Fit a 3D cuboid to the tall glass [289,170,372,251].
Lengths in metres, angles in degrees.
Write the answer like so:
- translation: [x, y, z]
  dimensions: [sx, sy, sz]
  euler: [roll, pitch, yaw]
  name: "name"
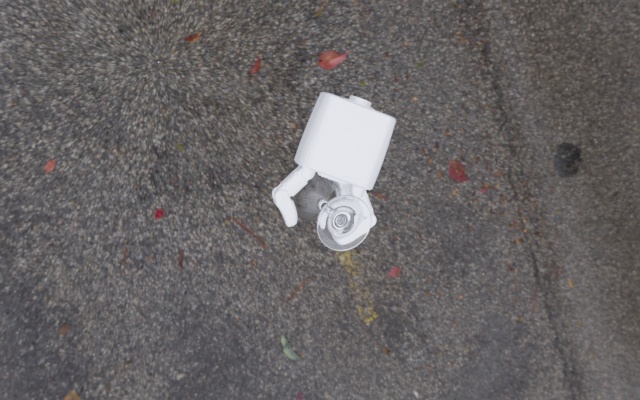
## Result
- translation: [0.000, 0.003, 0.692]
  dimensions: [0.079, 0.079, 0.201]
  euler: [0, 15, -19]
  name: "tall glass"
